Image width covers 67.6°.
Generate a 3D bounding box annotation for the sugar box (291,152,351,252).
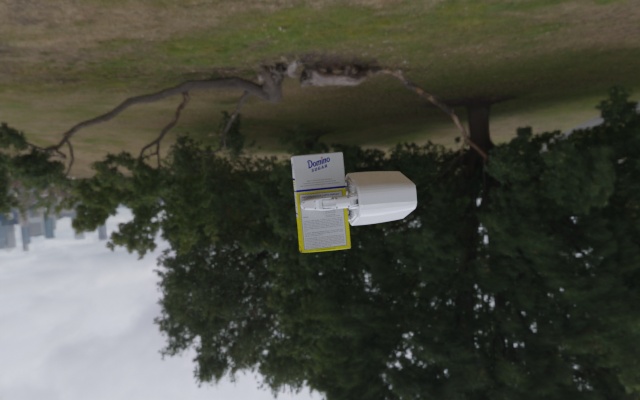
[{"bbox_3d":[0.000,0.003,0.870,0.093,0.176,0.048,-5,2,-9],"label":"sugar box"}]
